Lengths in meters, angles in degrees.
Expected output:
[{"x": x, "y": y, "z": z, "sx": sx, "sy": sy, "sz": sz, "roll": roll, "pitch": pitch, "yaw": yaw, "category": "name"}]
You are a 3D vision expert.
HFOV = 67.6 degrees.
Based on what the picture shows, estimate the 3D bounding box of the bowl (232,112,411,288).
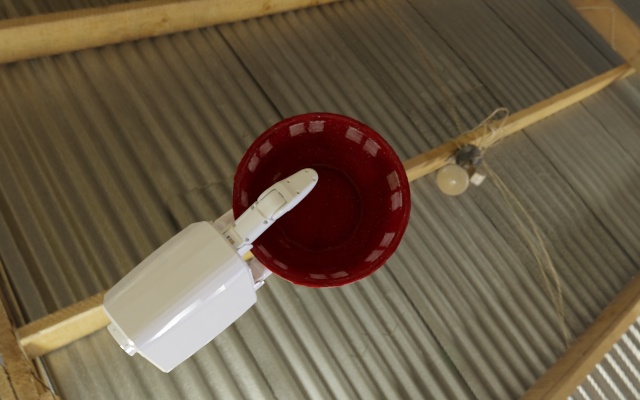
[{"x": 0.001, "y": 0.001, "z": 0.454, "sx": 0.162, "sy": 0.162, "sz": 0.055, "roll": 0, "pitch": -11, "yaw": -4, "category": "bowl"}]
